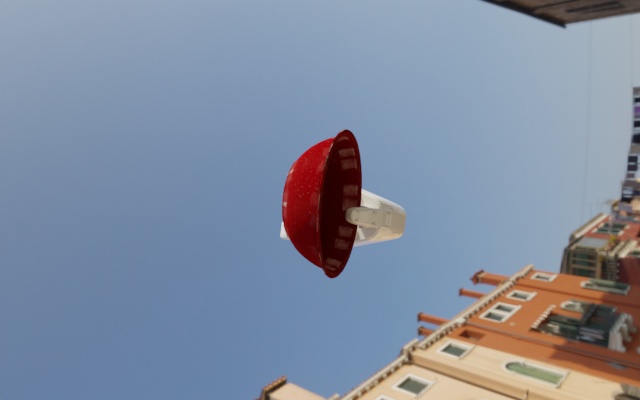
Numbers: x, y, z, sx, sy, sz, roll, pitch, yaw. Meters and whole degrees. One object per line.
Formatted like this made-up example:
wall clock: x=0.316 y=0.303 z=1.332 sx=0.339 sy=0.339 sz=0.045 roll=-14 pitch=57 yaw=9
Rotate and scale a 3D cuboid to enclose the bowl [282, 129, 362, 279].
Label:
bowl: x=-0.001 y=0.001 z=0.525 sx=0.055 sy=0.162 sz=0.162 roll=6 pitch=2 yaw=18
